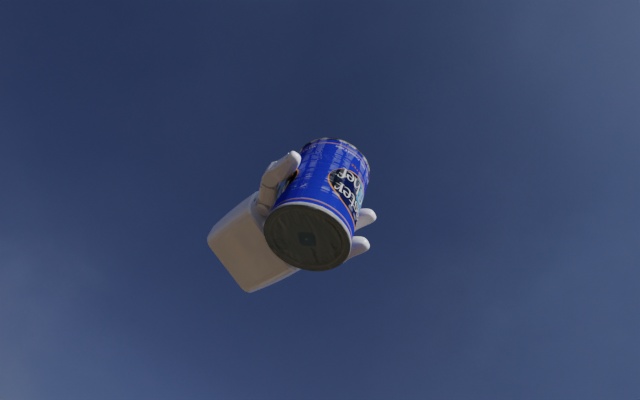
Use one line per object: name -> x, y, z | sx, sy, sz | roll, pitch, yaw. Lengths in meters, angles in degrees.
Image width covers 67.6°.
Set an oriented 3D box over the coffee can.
coffee can -> 0.000, 0.002, 0.592 | 0.103, 0.103, 0.140 | 0, 38, 17
